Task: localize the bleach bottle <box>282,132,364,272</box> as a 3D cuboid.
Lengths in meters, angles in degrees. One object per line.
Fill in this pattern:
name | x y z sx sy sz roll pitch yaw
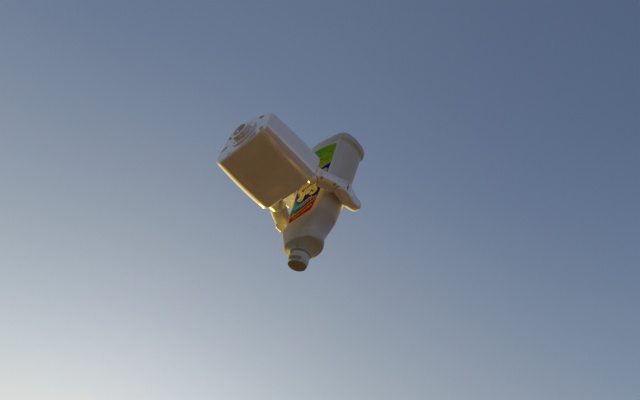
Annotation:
bleach bottle | 0.000 0.003 0.767 0.102 0.250 0.068 -23 -55 36
